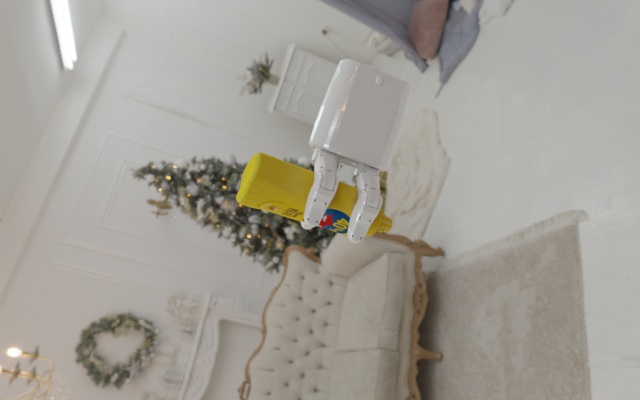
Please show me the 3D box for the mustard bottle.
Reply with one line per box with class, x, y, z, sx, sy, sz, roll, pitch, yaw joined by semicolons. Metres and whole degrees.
mustard bottle;0.000;0.002;0.579;0.191;0.058;0.096;18;-22;-16
